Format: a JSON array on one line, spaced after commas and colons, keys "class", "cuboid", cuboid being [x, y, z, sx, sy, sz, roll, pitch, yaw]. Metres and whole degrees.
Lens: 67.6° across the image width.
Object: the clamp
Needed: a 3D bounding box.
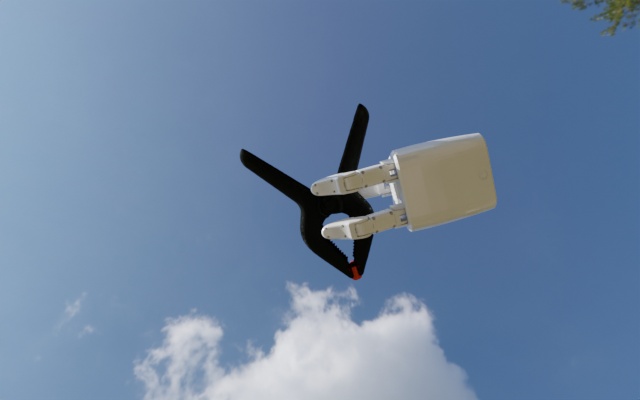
[{"class": "clamp", "cuboid": [0.000, 0.002, 0.593, 0.164, 0.210, 0.036, -13, 9, 4]}]
